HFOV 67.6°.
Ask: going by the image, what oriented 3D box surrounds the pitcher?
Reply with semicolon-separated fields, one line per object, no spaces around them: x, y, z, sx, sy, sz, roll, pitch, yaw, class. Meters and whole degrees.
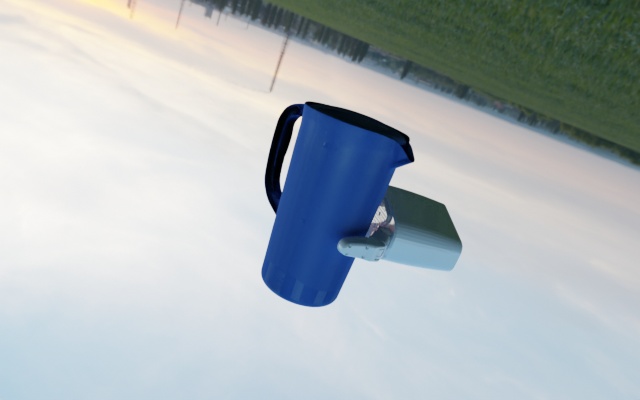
0.000;0.002;0.606;0.145;0.243;0.149;14;18;-18;pitcher
